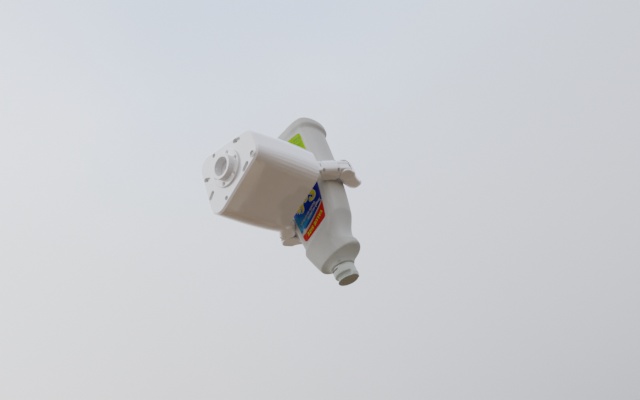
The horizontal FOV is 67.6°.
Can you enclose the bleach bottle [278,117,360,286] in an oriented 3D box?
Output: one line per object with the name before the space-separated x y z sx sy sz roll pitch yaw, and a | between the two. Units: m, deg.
bleach bottle | 0.000 0.002 0.681 0.102 0.250 0.068 -42 -38 25
